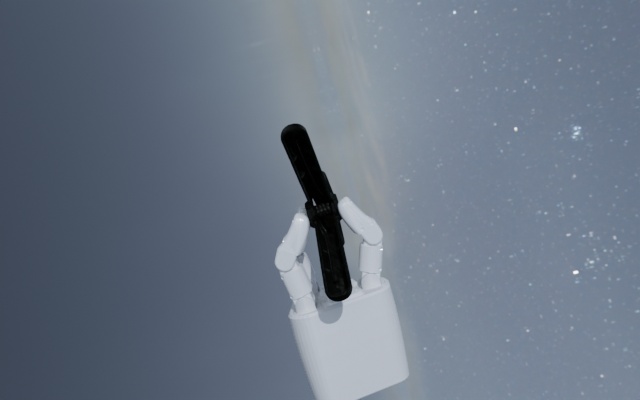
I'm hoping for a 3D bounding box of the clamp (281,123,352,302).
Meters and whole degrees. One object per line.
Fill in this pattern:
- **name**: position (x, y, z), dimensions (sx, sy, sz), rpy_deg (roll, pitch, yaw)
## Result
- **clamp**: position (0.001, 0.002, 0.513), dimensions (0.036, 0.164, 0.210), rpy_deg (-15, 5, 4)
